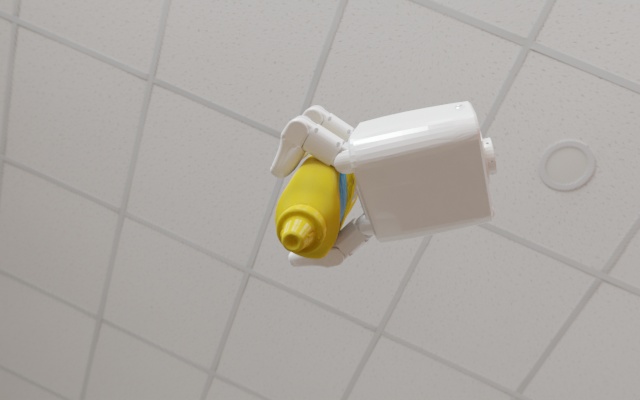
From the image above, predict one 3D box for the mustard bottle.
[{"bbox_3d":[0.000,0.001,0.458,0.058,0.096,0.191,13,22,9],"label":"mustard bottle"}]
